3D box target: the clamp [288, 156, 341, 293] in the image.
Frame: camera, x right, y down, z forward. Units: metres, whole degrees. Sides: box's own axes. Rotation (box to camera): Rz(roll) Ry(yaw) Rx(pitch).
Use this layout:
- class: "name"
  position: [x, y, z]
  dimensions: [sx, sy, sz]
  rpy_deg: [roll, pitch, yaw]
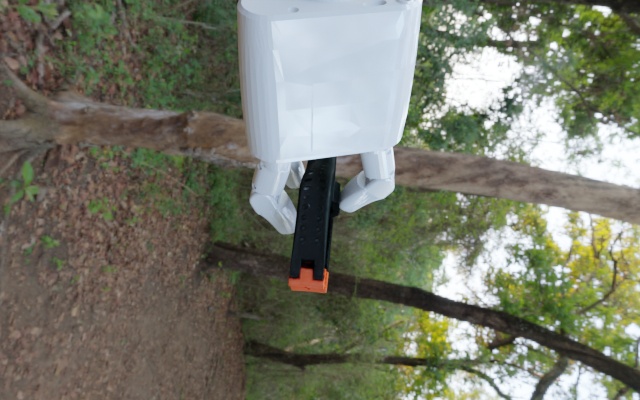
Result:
- class: "clamp"
  position: [0.001, 0.002, 0.434]
  dimensions: [0.036, 0.209, 0.165]
  rpy_deg: [3, -41, 4]
